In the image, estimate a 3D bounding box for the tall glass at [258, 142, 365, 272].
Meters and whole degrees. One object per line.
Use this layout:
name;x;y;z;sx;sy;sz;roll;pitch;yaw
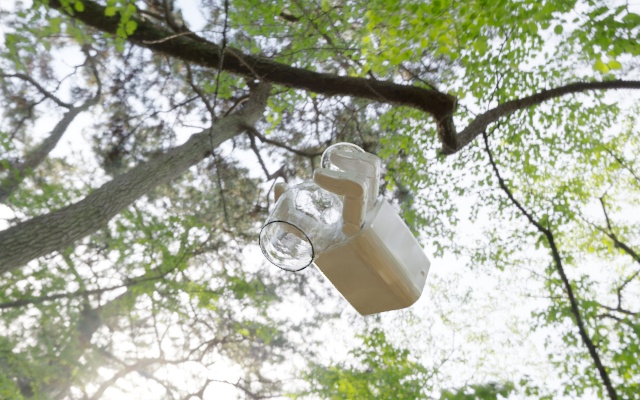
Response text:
tall glass;0.000;0.001;0.563;0.079;0.079;0.201;0;27;24
